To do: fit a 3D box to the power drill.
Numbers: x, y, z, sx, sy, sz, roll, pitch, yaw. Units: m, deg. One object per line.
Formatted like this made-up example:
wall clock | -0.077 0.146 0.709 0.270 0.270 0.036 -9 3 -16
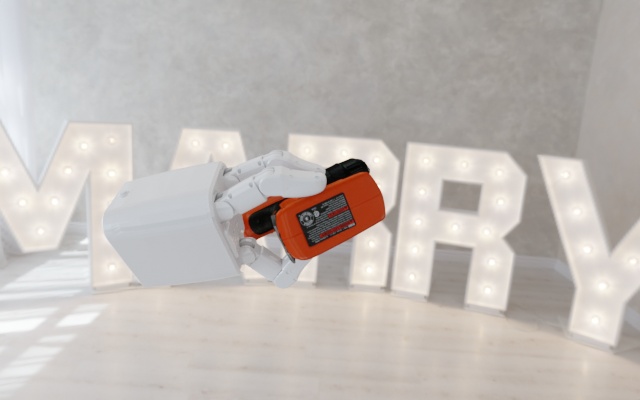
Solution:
power drill | 0.000 0.002 0.532 0.184 0.057 0.187 -27 10 -13
